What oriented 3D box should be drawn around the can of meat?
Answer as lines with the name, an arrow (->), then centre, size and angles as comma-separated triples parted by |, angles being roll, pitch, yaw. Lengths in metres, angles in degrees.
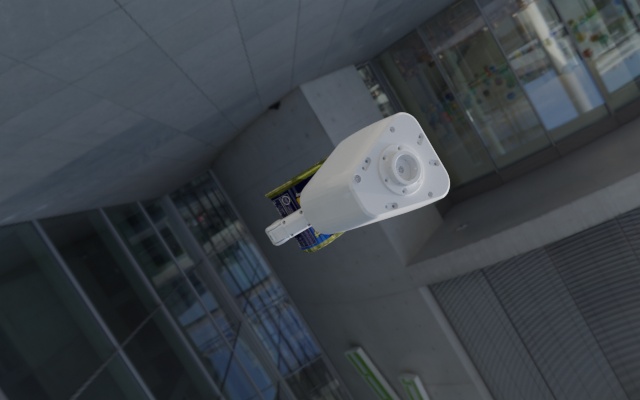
can of meat -> 0.000, 0.002, 0.569 | 0.102, 0.084, 0.057 | -34, 5, -29
